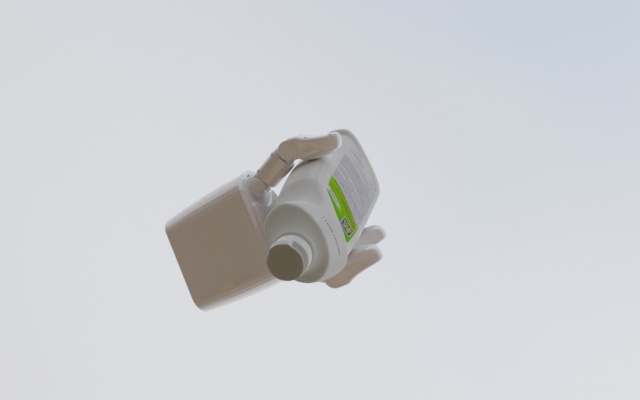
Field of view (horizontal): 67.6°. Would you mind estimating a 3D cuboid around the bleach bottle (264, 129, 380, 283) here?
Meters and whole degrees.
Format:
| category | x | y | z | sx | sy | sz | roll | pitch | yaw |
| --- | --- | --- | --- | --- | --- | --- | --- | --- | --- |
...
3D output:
| category | x | y | z | sx | sy | sz | roll | pitch | yaw |
| --- | --- | --- | --- | --- | --- | --- | --- | --- | --- |
| bleach bottle | 0.000 | 0.002 | 0.453 | 0.068 | 0.102 | 0.250 | -26 | 9 | 20 |
